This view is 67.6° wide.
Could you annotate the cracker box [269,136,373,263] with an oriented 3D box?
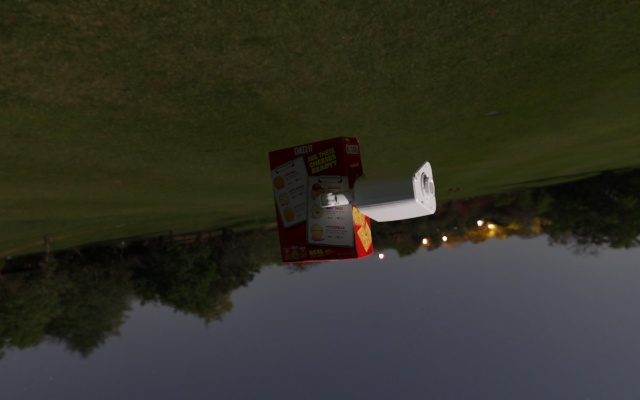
[{"bbox_3d":[0.000,0.003,0.883,0.164,0.213,0.072,-8,-1,30],"label":"cracker box"}]
